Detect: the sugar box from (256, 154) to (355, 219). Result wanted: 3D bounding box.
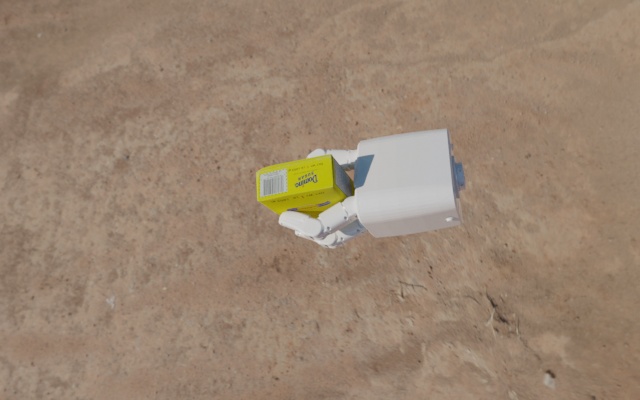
[{"bbox_3d":[0.000,0.002,0.596,0.093,0.048,0.176,-10,-23,18],"label":"sugar box"}]
